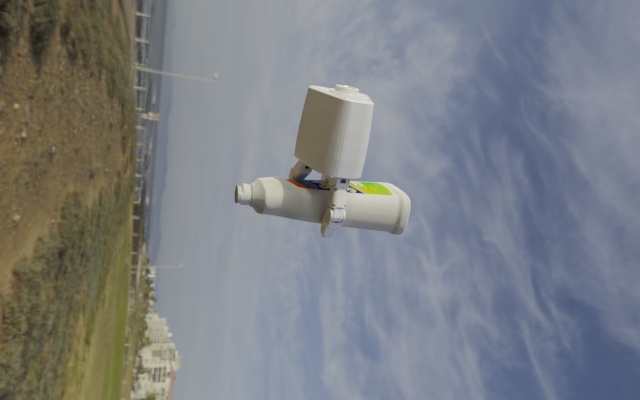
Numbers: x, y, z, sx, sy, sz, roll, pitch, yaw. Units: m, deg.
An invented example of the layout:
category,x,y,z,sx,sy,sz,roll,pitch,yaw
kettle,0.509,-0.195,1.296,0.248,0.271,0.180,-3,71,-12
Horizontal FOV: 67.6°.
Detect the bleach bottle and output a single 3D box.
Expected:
category,x,y,z,sx,sy,sz,roll,pitch,yaw
bleach bottle,0.000,0.002,0.715,0.251,0.068,0.102,4,18,-19
